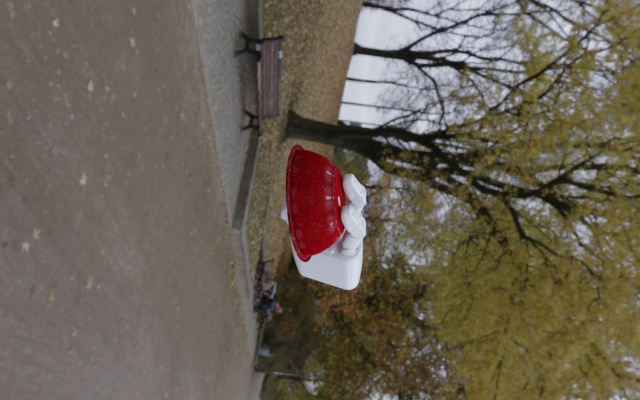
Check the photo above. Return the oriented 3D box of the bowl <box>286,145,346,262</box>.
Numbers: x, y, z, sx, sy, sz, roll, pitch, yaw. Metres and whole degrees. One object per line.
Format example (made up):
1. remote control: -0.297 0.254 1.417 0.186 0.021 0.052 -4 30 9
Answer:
1. bowl: 0.000 0.002 0.649 0.055 0.162 0.162 -4 -1 12
